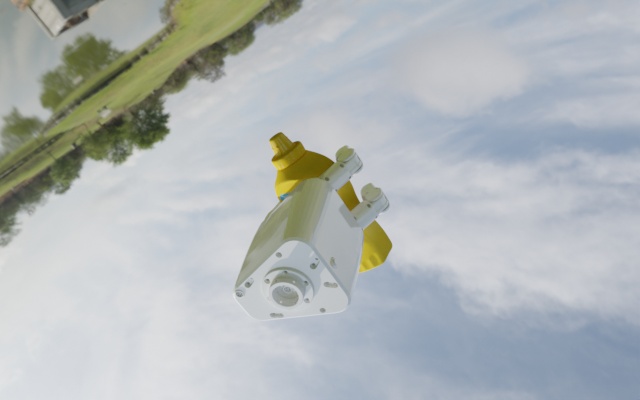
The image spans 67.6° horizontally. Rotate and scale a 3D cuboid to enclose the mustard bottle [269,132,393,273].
[{"bbox_3d":[0.000,0.002,0.568,0.096,0.192,0.058,-14,29,45],"label":"mustard bottle"}]
